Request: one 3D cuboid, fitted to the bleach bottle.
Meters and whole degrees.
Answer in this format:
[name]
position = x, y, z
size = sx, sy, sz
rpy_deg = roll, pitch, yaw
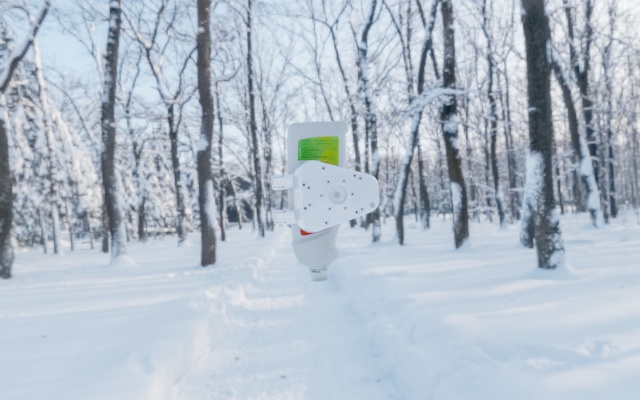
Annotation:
[bleach bottle]
position = 0.000, 0.002, 0.768
size = 0.102, 0.251, 0.068
rpy_deg = -3, 0, -4
